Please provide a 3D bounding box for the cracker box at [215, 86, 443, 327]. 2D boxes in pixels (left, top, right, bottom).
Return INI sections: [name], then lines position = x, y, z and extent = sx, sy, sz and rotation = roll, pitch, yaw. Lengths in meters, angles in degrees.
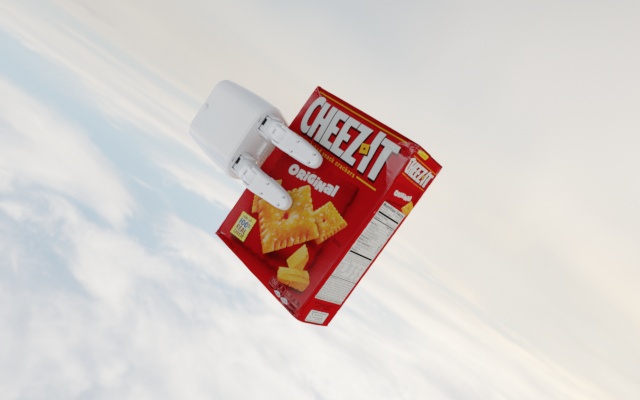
[cracker box]
position = 0.000, 0.002, 0.528
extent = 0.164, 0.214, 0.072
rotation = 39, 7, 37
